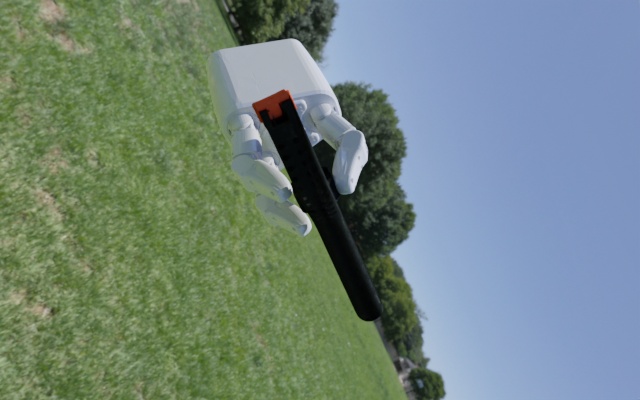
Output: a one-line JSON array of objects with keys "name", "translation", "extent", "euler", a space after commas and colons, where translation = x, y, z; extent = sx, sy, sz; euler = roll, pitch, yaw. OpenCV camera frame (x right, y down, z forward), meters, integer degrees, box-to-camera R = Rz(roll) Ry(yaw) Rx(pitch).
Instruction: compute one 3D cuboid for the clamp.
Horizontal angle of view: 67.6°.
[{"name": "clamp", "translation": [0.001, 0.001, 0.406], "extent": [0.036, 0.164, 0.210], "euler": [-25, -39, 0]}]
